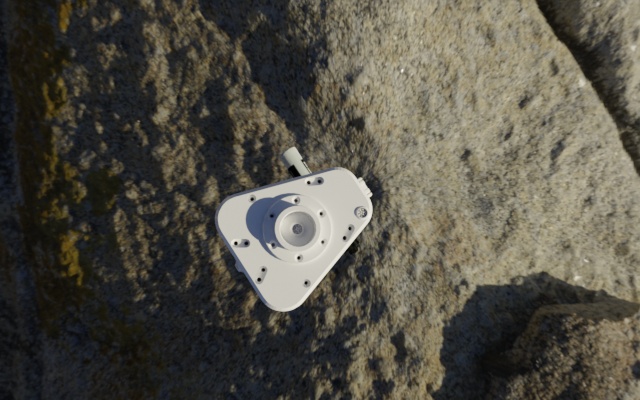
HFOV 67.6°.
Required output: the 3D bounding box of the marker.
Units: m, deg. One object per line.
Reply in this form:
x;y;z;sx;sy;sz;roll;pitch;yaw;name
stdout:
0.000;0.002;0.471;0.020;0.121;0.020;-34;-2;-1;marker
